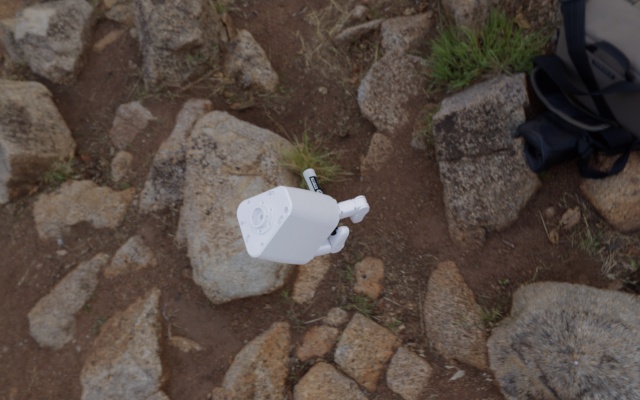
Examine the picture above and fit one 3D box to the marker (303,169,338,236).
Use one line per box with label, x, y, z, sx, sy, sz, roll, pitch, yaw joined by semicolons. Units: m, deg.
marker;0.000;0.002;0.760;0.020;0.121;0.020;-17;-27;-9
